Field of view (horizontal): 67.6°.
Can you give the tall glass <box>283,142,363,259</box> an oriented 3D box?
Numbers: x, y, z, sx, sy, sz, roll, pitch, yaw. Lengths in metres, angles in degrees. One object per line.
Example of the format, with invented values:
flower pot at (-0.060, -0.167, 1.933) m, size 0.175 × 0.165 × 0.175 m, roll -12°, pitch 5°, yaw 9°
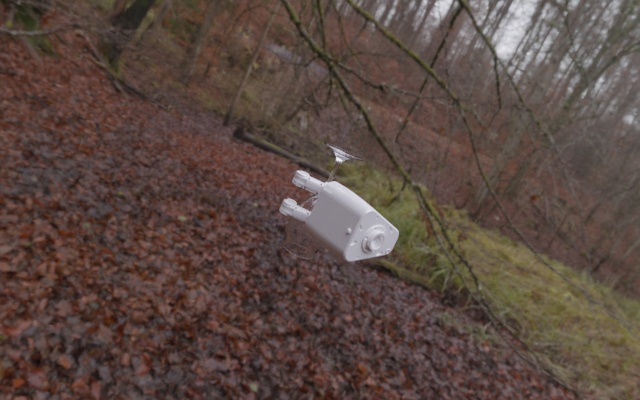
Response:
tall glass at (0.000, 0.002, 0.849) m, size 0.079 × 0.201 × 0.079 m, roll 24°, pitch 11°, yaw -5°
